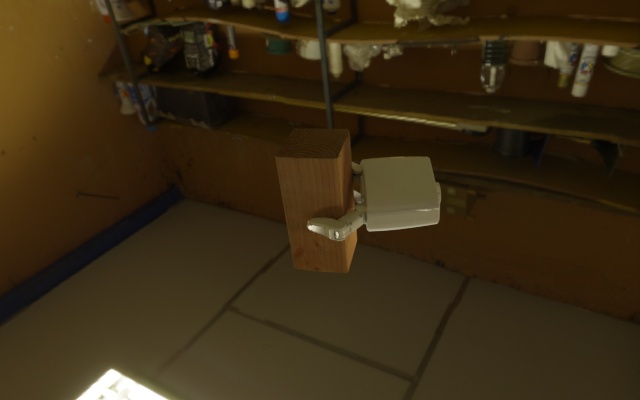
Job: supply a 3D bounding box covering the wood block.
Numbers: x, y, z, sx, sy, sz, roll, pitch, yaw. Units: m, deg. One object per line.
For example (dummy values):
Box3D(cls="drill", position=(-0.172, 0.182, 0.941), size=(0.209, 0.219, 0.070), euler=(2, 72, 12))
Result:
Box3D(cls="wood block", position=(0.000, 0.003, 0.731), size=(0.090, 0.206, 0.090), euler=(3, 35, 15))
